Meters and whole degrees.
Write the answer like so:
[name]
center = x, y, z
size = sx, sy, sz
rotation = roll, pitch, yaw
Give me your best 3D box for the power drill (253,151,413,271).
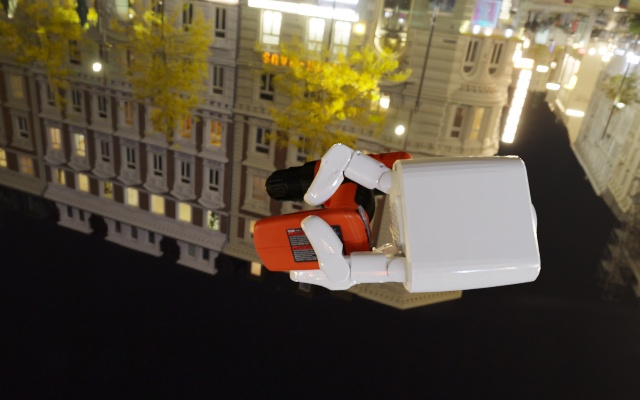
[power drill]
center = 0.000, 0.002, 0.503
size = 0.184, 0.057, 0.187
rotation = -8, 23, 21
